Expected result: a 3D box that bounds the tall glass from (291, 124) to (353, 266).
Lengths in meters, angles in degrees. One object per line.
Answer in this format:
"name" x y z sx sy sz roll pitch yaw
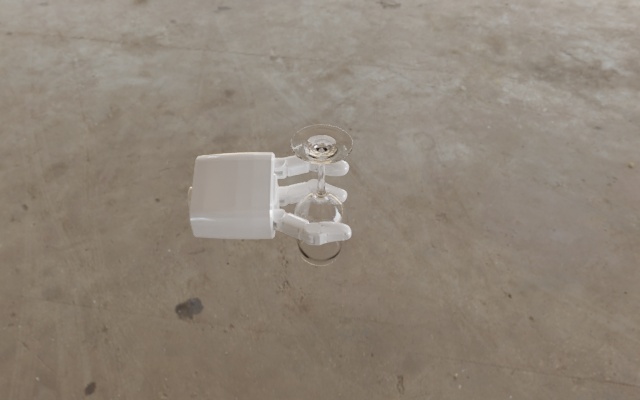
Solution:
"tall glass" 0.000 0.002 0.635 0.079 0.079 0.201 0 -45 0
